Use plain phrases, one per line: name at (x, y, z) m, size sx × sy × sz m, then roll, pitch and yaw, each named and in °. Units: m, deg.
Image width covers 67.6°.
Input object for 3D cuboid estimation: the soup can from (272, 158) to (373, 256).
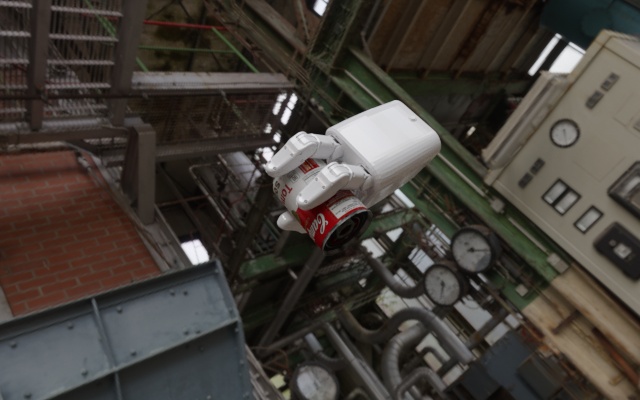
soup can at (-0.001, 0.002, 0.535) m, size 0.102 × 0.068 × 0.068 m, roll 49°, pitch 26°, yaw 26°
